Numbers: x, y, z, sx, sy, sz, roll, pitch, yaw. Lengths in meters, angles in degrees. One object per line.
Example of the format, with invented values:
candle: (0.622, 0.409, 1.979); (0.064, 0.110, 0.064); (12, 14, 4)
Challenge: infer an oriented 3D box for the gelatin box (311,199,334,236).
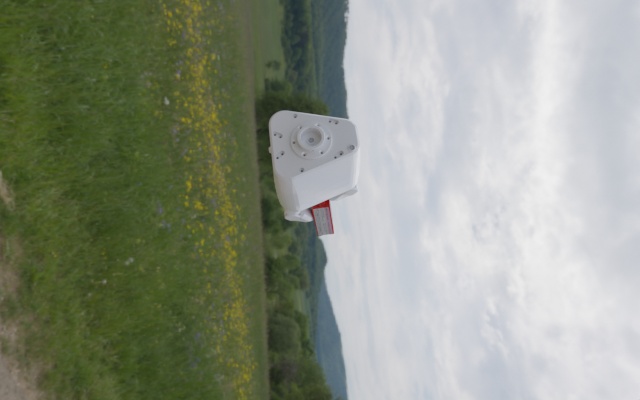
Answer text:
gelatin box: (0.001, 0.003, 0.742); (0.030, 0.073, 0.089); (-9, -33, 2)
